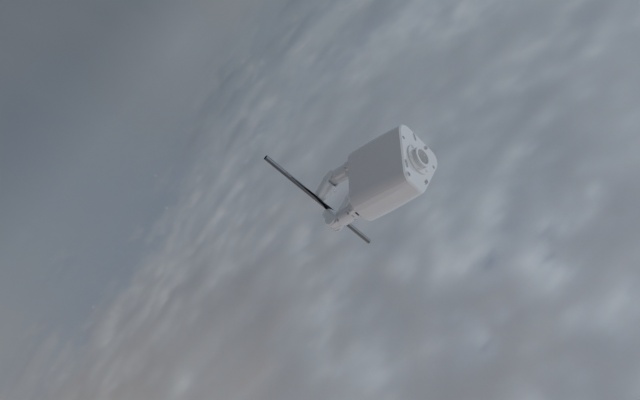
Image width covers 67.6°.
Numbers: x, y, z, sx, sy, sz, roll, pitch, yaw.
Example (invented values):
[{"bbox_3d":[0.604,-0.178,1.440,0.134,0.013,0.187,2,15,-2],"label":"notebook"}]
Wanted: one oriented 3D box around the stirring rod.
[{"bbox_3d":[0.000,0.003,0.789,0.239,0.011,0.011,39,-18,-24],"label":"stirring rod"}]
